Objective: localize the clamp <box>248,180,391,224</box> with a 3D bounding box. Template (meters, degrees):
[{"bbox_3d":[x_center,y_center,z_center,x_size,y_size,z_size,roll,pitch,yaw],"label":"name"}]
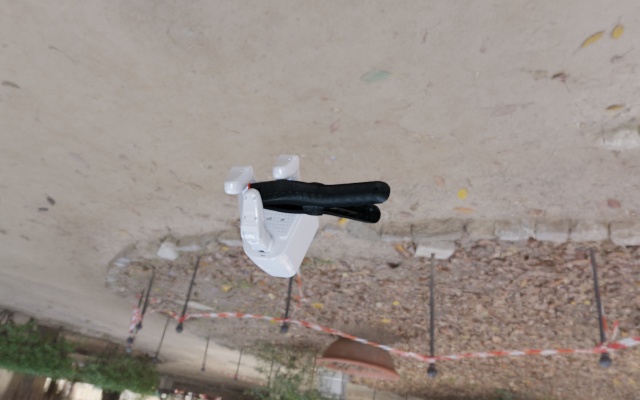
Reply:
[{"bbox_3d":[0.000,0.002,0.577,0.171,0.039,0.120,4,-21,12],"label":"clamp"}]
